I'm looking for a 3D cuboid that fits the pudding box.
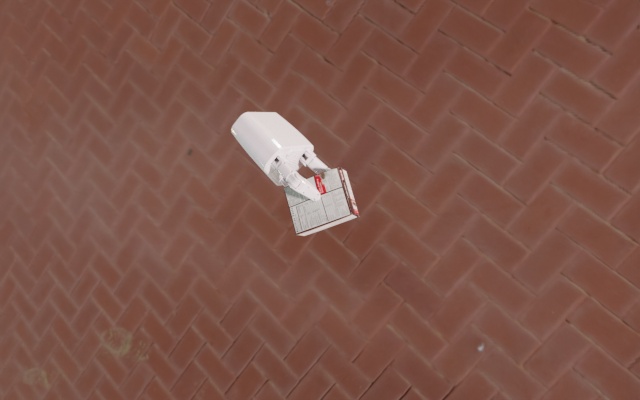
[{"bbox_3d":[0.000,0.003,0.822,0.113,0.090,0.039,-21,-13,22],"label":"pudding box"}]
